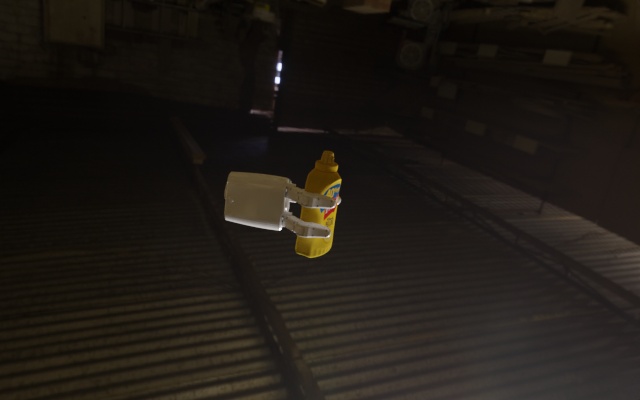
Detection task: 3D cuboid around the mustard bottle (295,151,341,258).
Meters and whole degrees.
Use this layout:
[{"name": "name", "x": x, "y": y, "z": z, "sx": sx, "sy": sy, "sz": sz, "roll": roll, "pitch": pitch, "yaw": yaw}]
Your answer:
[{"name": "mustard bottle", "x": 0.000, "y": 0.003, "z": 0.882, "sx": 0.058, "sy": 0.192, "sz": 0.096, "roll": 17, "pitch": 19, "yaw": 25}]
